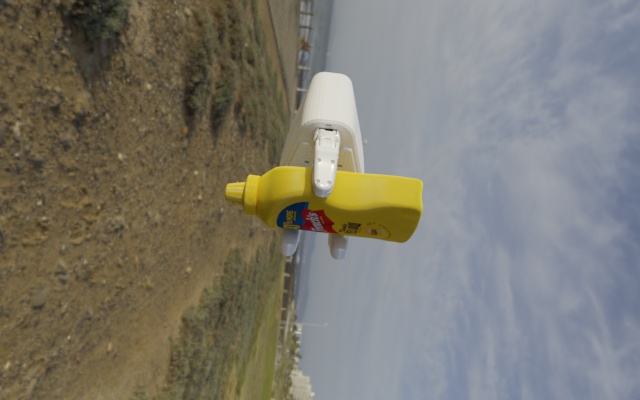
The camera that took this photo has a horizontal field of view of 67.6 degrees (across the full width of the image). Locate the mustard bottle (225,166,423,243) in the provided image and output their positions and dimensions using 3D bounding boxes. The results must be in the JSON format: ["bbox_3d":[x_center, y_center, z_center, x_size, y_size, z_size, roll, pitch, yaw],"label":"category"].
[{"bbox_3d":[0.000,0.002,0.485,0.191,0.058,0.096,7,-21,-2],"label":"mustard bottle"}]
